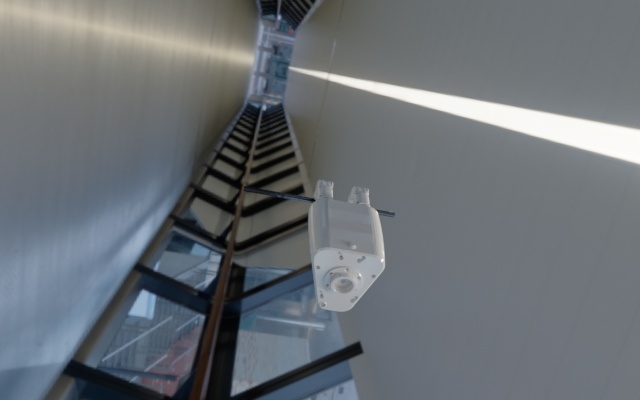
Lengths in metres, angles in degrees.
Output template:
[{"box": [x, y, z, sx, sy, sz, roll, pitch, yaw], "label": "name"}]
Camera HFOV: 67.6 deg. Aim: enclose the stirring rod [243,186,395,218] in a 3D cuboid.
[{"box": [0.000, 0.002, 0.746, 0.239, 0.011, 0.011, 10, -1, -8], "label": "stirring rod"}]
